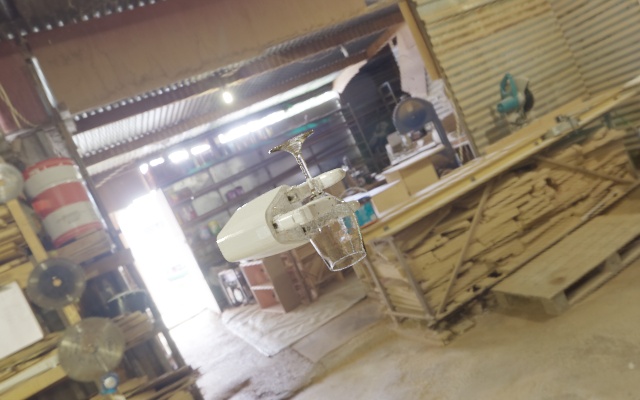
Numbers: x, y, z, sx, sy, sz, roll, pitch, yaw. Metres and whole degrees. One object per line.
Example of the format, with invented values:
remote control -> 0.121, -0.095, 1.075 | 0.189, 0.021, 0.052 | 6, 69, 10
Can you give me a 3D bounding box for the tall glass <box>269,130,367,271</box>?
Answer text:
tall glass -> 0.000, 0.002, 0.711 | 0.079, 0.201, 0.079 | -26, 4, 2
